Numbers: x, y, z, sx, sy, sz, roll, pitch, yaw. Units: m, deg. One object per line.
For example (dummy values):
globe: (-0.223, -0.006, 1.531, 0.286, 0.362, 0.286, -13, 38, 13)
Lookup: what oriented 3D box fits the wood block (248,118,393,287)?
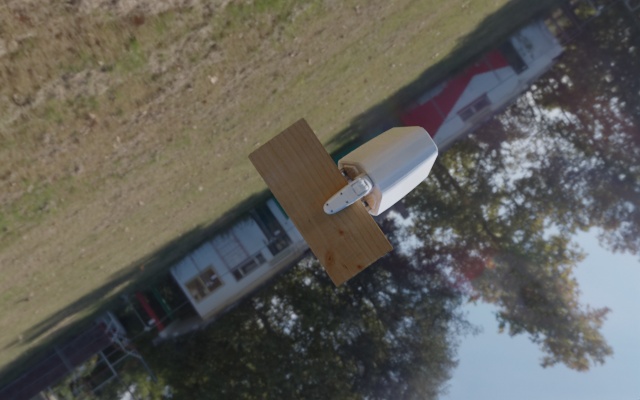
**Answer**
wood block: (0.001, 0.002, 0.655, 0.090, 0.206, 0.091, -35, -1, 1)
